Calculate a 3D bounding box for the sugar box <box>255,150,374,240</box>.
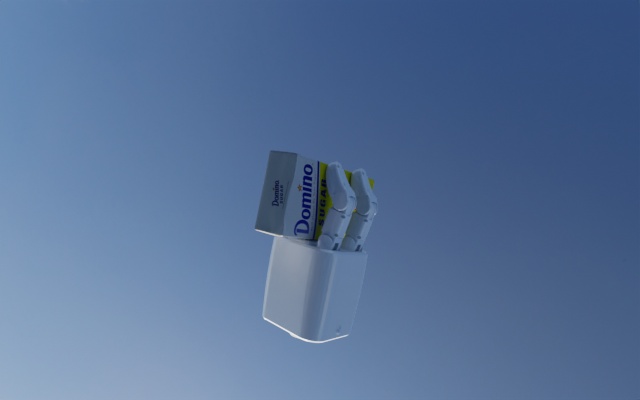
[{"bbox_3d":[0.001,0.002,0.586,0.048,0.093,0.176,11,0,33],"label":"sugar box"}]
